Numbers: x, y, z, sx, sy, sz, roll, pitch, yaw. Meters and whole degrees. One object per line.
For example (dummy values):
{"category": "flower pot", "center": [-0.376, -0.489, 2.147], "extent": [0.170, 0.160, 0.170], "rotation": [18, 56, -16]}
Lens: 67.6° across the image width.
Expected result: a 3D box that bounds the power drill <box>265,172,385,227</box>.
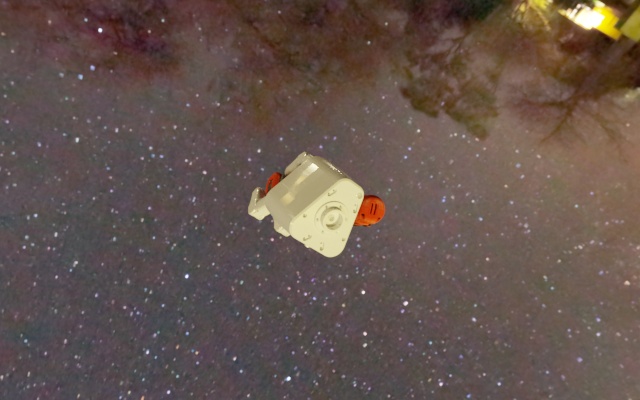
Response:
{"category": "power drill", "center": [0.000, 0.003, 0.815], "extent": [0.187, 0.057, 0.184], "rotation": [11, -7, -11]}
